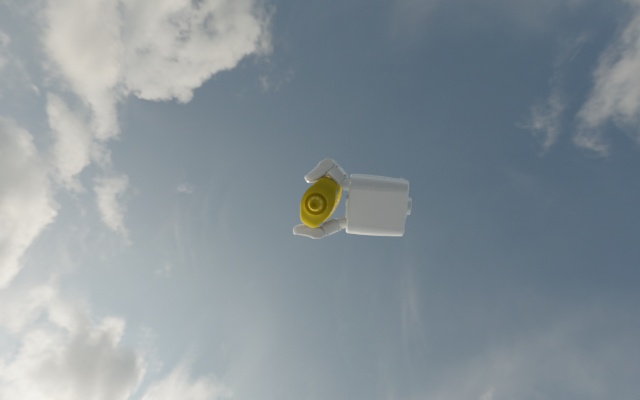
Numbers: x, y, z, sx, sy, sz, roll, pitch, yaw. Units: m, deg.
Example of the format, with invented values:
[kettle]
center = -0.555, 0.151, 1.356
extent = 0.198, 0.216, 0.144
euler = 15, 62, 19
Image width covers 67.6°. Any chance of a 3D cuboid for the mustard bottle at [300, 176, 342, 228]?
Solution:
[mustard bottle]
center = 0.000, 0.003, 0.886
extent = 0.058, 0.096, 0.191
euler = 30, 5, 3
